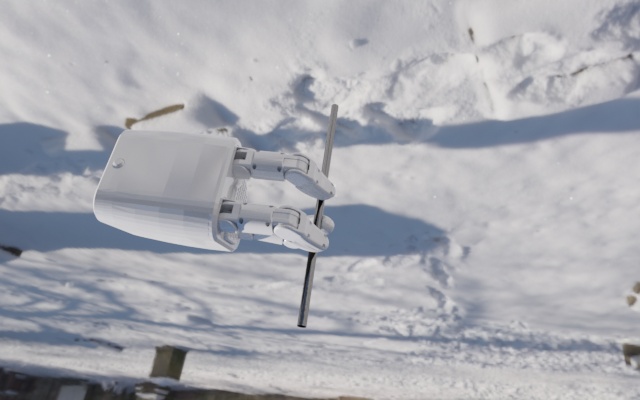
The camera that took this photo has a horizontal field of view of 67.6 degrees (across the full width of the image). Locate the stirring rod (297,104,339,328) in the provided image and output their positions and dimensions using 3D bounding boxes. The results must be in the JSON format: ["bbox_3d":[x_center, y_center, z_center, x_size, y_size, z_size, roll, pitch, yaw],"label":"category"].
[{"bbox_3d":[0.000,0.001,0.456,0.011,0.239,0.011,7,-30,4],"label":"stirring rod"}]
